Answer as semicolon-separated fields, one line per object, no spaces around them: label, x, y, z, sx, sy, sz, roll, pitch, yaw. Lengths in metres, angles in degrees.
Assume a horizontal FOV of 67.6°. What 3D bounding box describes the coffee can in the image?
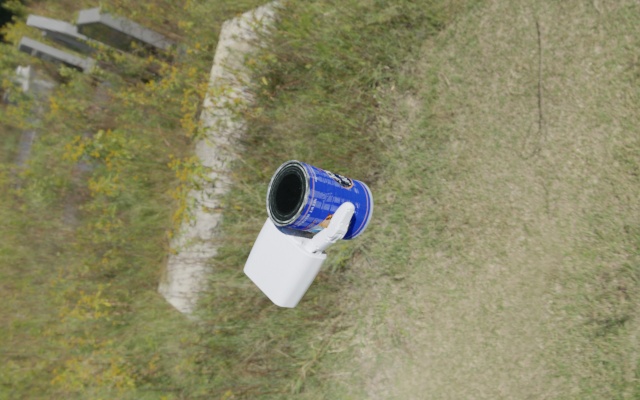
coffee can;0.000;0.002;0.761;0.140;0.103;0.103;15;-10;-40
